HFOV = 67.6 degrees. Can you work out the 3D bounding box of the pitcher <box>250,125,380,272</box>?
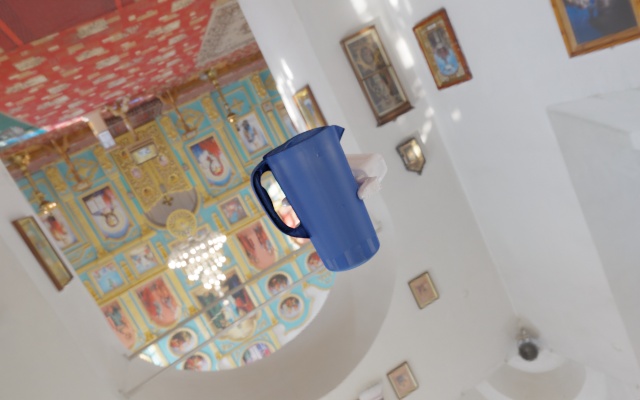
[{"bbox_3d":[0.000,0.003,0.829,0.149,0.243,0.145,-18,14,31],"label":"pitcher"}]
